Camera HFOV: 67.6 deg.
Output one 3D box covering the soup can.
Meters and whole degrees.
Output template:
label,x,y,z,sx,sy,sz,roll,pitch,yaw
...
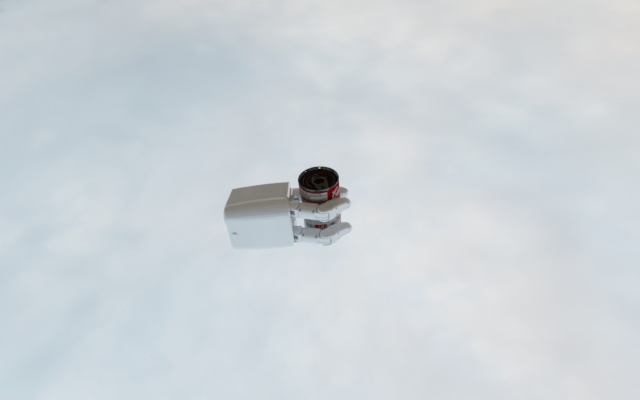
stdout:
label,x,y,z,sx,sy,sz,roll,pitch,yaw
soup can,0.001,0.003,0.809,0.068,0.102,0.068,-3,39,3
